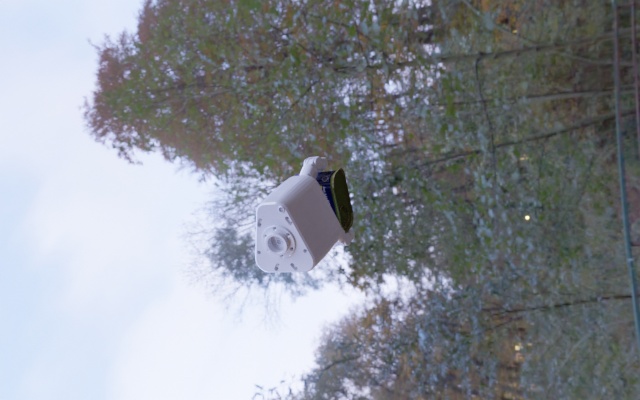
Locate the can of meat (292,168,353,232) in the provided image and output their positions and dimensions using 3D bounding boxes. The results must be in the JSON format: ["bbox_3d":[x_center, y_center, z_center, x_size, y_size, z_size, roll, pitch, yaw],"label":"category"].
[{"bbox_3d":[0.000,0.002,0.783,0.084,0.102,0.057,-4,23,23],"label":"can of meat"}]
